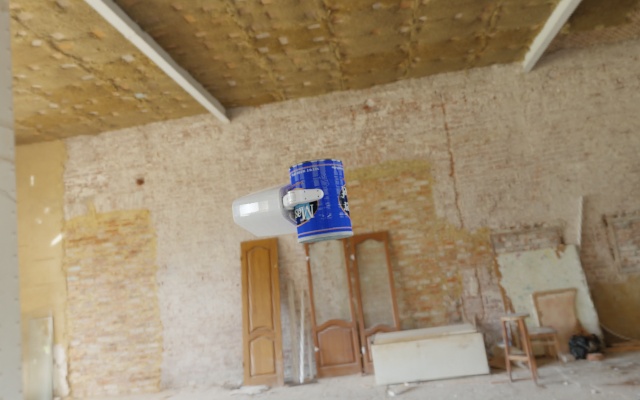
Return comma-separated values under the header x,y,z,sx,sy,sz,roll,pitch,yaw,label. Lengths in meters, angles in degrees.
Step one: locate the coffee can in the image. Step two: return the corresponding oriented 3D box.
x,y,z,sx,sy,sz,roll,pitch,yaw,label
0.000,0.003,0.887,0.103,0.140,0.103,-8,-8,-1,coffee can
